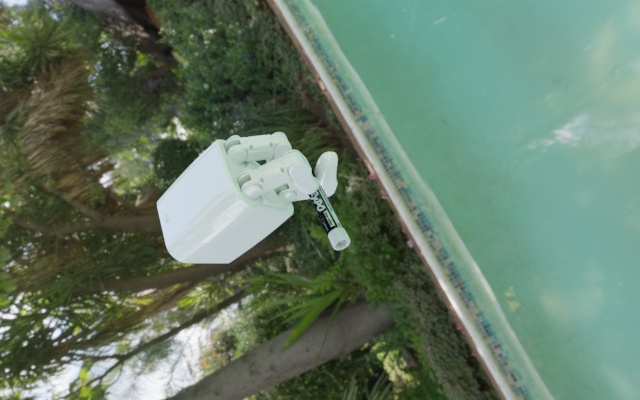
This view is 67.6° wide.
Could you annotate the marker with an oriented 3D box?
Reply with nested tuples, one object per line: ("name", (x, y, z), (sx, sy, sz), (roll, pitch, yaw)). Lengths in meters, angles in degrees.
("marker", (0.000, 0.002, 0.514), (0.020, 0.121, 0.020), (-16, -39, -14))
